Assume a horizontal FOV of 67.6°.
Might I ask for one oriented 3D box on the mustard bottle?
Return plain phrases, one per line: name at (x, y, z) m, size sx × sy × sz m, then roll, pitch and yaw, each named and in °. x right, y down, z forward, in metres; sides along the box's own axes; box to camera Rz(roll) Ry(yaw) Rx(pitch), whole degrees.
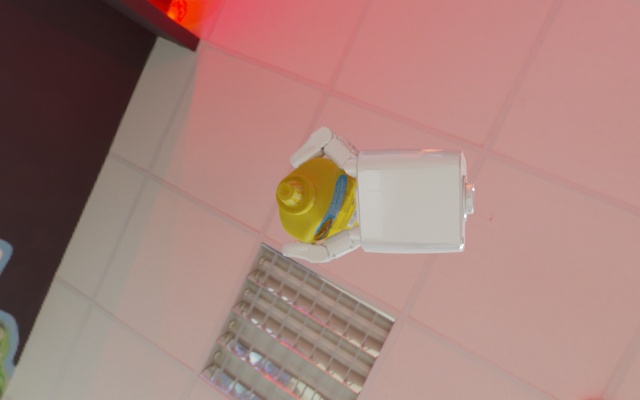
mustard bottle at (0.000, 0.002, 0.547) m, size 0.058 × 0.096 × 0.191 m, roll 26°, pitch 3°, yaw 21°
